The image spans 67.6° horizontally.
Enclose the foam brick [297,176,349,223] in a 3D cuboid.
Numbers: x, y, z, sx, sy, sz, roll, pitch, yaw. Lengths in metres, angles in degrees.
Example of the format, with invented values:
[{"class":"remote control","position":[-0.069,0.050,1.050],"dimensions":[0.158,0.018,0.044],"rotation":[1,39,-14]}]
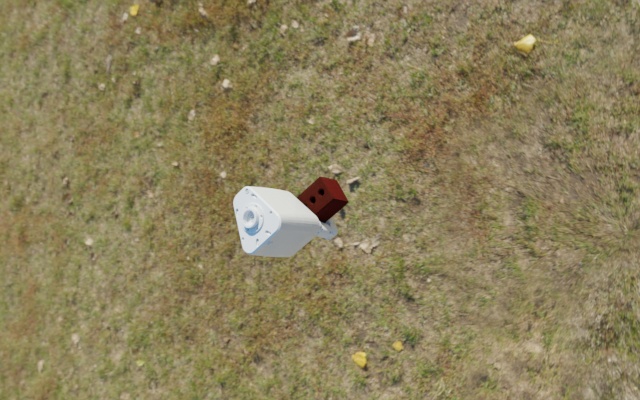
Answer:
[{"class":"foam brick","position":[0.000,0.003,0.857],"dimensions":[0.078,0.053,0.051],"rotation":[-42,-29,22]}]
